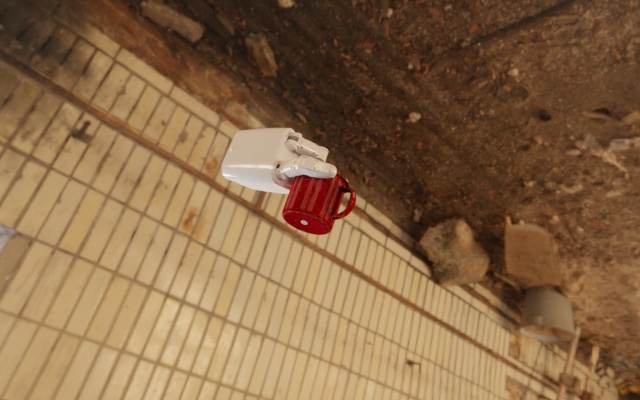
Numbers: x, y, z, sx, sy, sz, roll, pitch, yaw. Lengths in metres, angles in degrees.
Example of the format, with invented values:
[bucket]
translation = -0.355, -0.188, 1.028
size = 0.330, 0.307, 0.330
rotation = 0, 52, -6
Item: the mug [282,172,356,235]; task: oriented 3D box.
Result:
[mug]
translation = 0.001, 0.003, 0.737
size = 0.117, 0.081, 0.093
rotation = 5, -27, 29
